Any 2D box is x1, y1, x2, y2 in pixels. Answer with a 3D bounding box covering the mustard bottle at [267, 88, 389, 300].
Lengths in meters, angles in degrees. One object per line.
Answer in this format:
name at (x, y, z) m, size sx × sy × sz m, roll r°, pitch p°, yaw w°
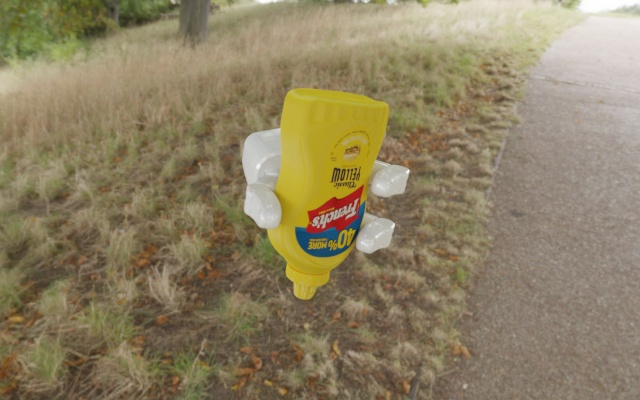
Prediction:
mustard bottle at (0.000, 0.001, 0.426) m, size 0.096 × 0.192 × 0.058 m, roll -6°, pitch 26°, yaw -41°
